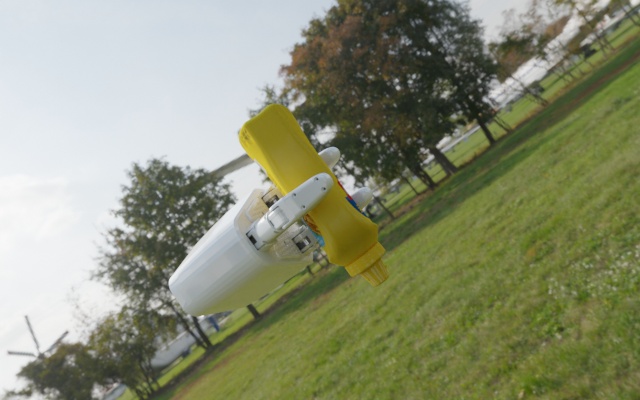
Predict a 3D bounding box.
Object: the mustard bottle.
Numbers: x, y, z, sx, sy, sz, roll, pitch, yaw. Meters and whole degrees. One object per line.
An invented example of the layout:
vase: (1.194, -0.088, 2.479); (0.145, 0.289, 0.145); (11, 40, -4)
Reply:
mustard bottle: (0.000, 0.001, 0.458); (0.058, 0.191, 0.096); (-37, -3, -5)
